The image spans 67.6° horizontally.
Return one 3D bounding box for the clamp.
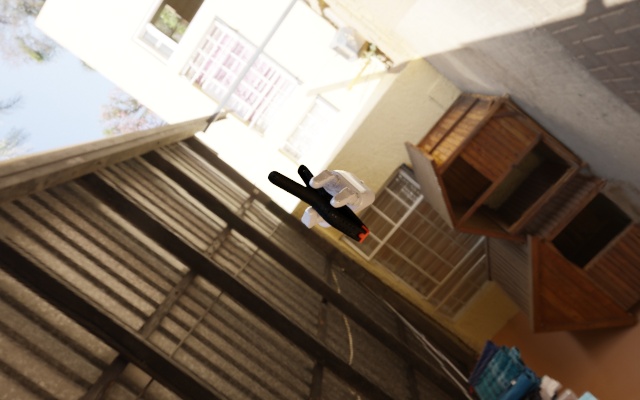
[{"bbox_3d":[0.000,0.004,0.900,0.210,0.036,0.164,42,20,15],"label":"clamp"}]
